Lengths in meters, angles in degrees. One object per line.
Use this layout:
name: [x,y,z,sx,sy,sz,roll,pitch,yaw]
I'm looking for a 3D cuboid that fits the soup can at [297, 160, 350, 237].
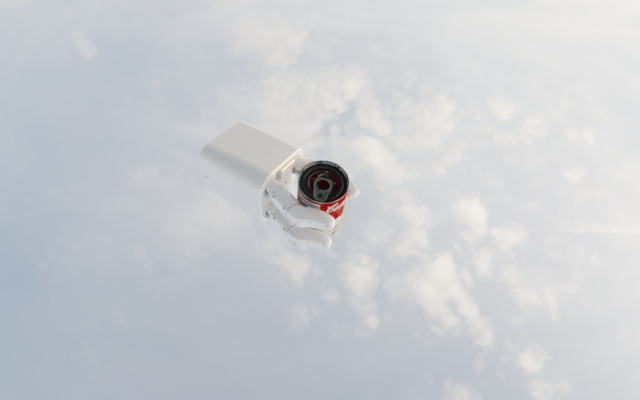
soup can: [0.001,0.002,0.659,0.068,0.068,0.102,0,-33,-5]
